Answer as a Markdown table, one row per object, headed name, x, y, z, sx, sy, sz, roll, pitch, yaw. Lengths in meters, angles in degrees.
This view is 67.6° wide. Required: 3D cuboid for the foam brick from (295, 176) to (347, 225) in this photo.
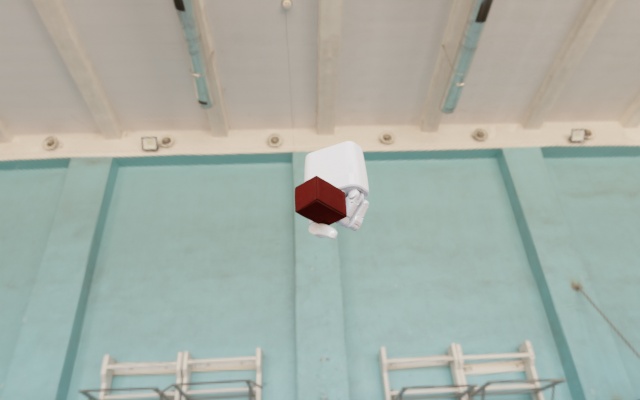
| name | x | y | z | sx | sy | sz | roll | pitch | yaw |
| --- | --- | --- | --- | --- | --- | --- | --- | --- | --- |
| foam brick | 0.000 | 0.003 | 0.817 | 0.053 | 0.051 | 0.078 | -27 | -40 | 33 |
